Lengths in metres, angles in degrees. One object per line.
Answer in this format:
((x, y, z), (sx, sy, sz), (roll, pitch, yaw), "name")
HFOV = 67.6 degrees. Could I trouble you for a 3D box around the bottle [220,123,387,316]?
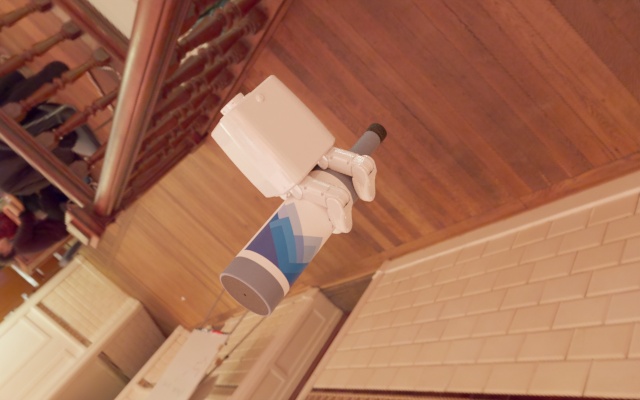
((0.000, 0.002, 0.571), (0.069, 0.069, 0.295), (0, 41, 45), "bottle")
